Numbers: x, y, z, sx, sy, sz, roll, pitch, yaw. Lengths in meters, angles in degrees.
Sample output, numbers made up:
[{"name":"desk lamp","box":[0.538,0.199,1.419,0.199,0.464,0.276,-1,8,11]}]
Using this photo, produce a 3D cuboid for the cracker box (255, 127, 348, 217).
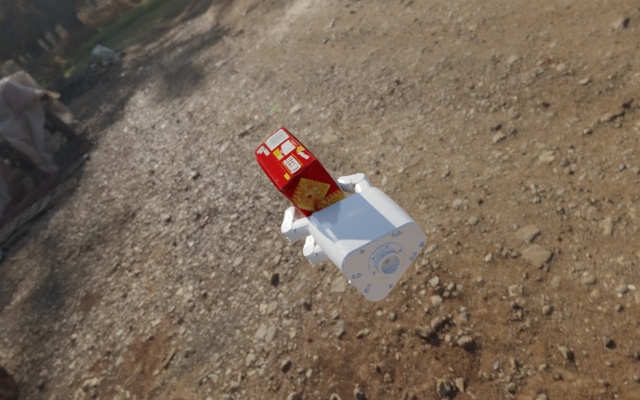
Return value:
[{"name":"cracker box","box":[0.000,0.002,0.744,0.072,0.214,0.164,-40,32,-1]}]
